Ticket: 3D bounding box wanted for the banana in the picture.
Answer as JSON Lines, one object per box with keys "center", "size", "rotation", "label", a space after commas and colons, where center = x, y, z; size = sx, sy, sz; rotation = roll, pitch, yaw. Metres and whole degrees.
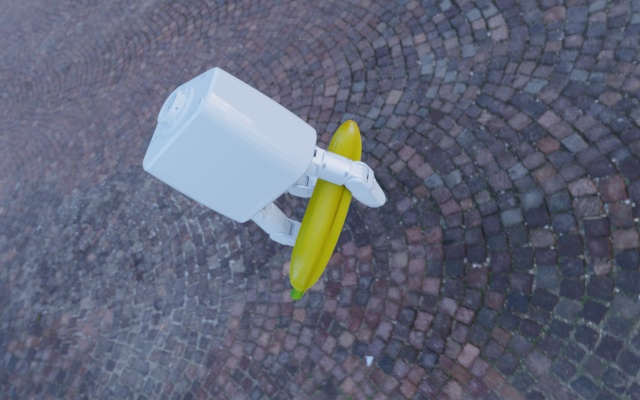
{"center": [0.004, 0.004, 0.473], "size": [0.037, 0.198, 0.069], "rotation": [22, -8, -15], "label": "banana"}
